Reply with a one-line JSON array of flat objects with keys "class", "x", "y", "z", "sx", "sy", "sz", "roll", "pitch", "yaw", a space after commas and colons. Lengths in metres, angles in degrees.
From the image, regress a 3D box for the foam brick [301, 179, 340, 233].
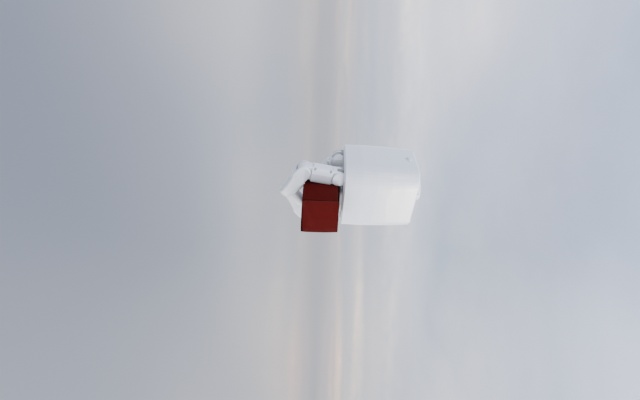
[{"class": "foam brick", "x": 0.000, "y": 0.002, "z": 0.671, "sx": 0.051, "sy": 0.053, "sz": 0.078, "roll": 3, "pitch": 32, "yaw": -1}]
